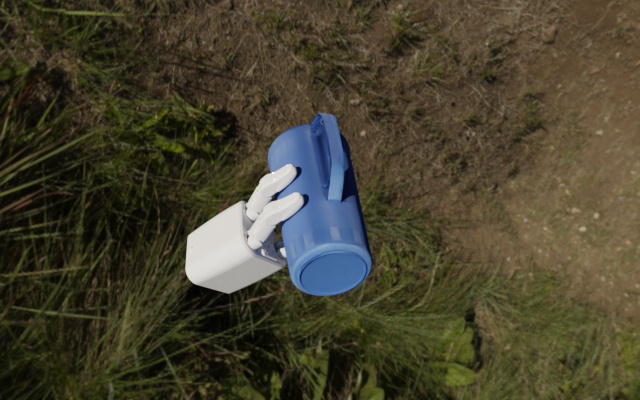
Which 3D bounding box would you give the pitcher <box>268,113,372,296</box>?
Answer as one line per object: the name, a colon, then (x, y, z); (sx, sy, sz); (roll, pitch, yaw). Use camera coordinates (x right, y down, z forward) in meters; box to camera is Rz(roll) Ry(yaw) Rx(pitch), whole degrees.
pitcher: (0.000, 0.002, 0.681); (0.145, 0.242, 0.149); (-27, -47, 15)
